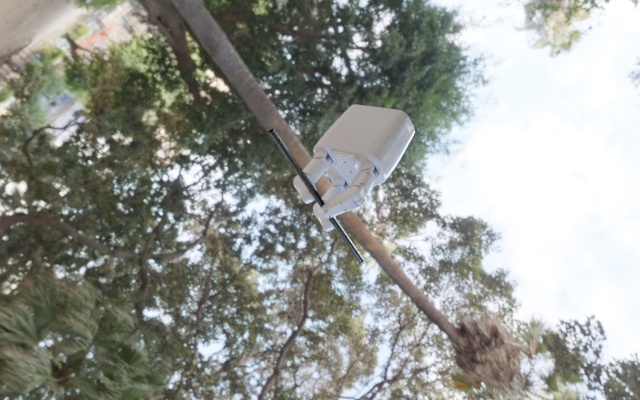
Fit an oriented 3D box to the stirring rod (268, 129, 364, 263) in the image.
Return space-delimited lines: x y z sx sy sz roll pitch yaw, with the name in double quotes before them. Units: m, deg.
"stirring rod" 0.000 0.002 0.635 0.011 0.240 0.011 -25 31 16
